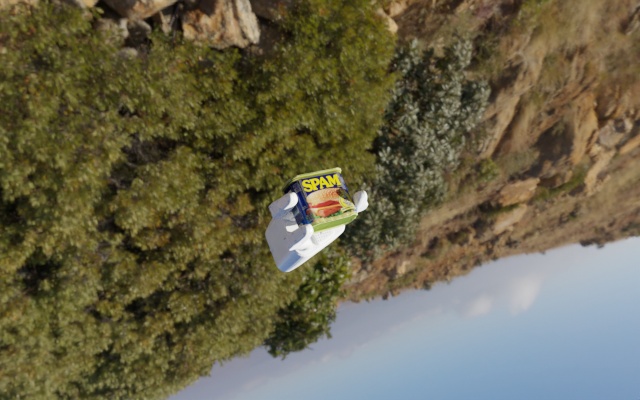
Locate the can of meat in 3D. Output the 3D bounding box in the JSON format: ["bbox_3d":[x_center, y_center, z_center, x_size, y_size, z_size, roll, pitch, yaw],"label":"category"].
[{"bbox_3d":[0.000,0.003,0.761,0.102,0.084,0.057,-13,-18,-32],"label":"can of meat"}]
